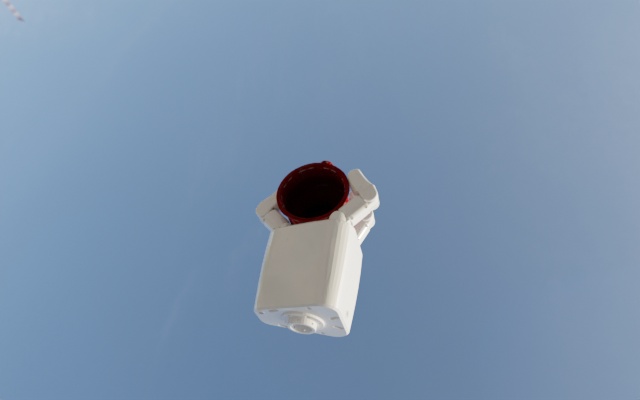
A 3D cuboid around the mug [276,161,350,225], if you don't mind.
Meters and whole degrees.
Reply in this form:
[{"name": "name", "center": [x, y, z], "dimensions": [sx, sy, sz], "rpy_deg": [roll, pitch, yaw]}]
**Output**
[{"name": "mug", "center": [0.000, 0.001, 0.629], "dimensions": [0.093, 0.117, 0.082], "rpy_deg": [1, -36, 16]}]
